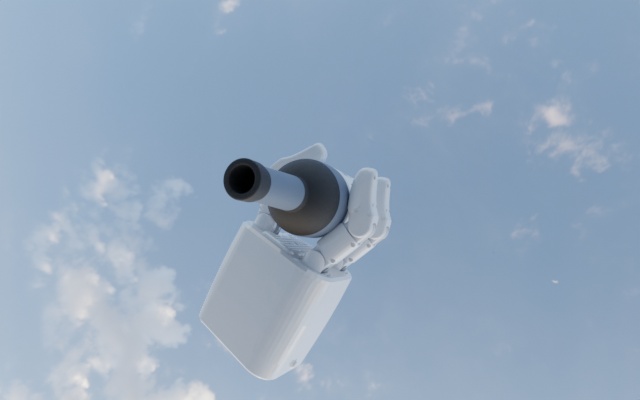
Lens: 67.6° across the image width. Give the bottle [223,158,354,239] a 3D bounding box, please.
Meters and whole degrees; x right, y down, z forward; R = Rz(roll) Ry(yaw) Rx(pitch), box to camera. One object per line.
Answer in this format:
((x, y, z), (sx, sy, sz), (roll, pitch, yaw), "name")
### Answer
((0.000, 0.001, 0.438), (0.069, 0.069, 0.296), (0, -6, 20), "bottle")
